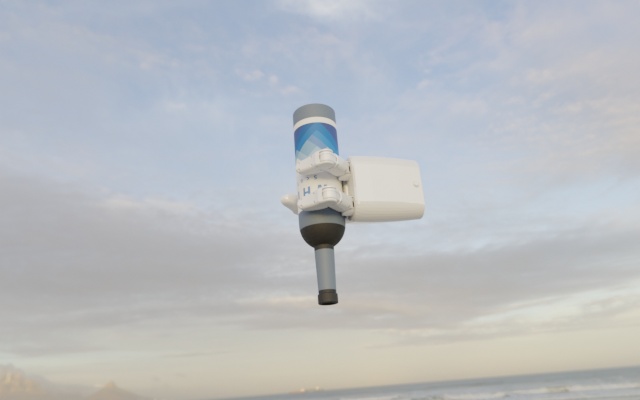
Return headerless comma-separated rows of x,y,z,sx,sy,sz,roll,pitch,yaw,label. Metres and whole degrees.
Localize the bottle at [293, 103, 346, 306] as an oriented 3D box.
0.000,0.002,0.694,0.069,0.295,0.069,-4,-22,-1,bottle
